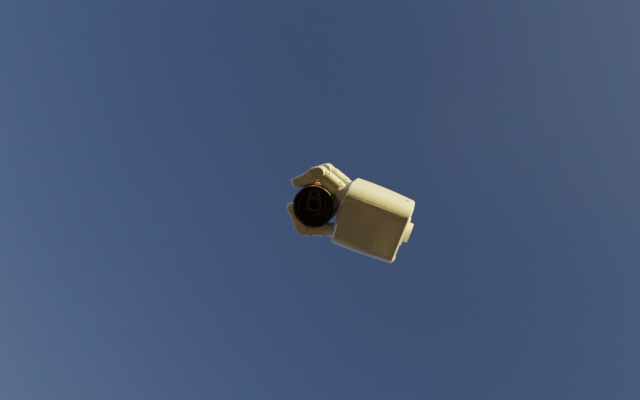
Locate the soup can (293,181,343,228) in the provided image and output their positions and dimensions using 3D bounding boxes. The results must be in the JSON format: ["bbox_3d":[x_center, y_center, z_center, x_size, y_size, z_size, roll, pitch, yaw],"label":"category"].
[{"bbox_3d":[0.000,0.003,0.800,0.068,0.068,0.102,0,9,13],"label":"soup can"}]
